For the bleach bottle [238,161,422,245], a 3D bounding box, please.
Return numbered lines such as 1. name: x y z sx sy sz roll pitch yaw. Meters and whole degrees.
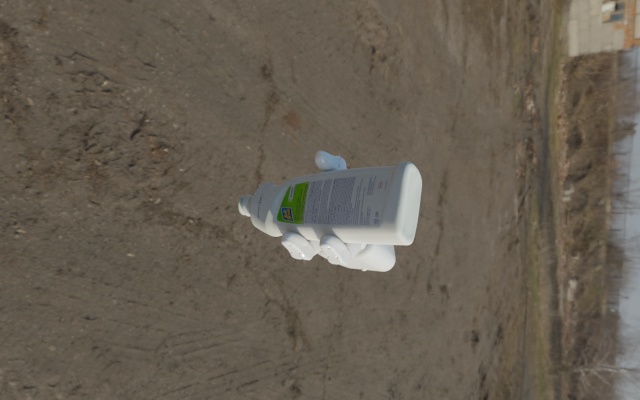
1. bleach bottle: 0.000 0.002 0.631 0.251 0.102 0.068 2 -18 30
